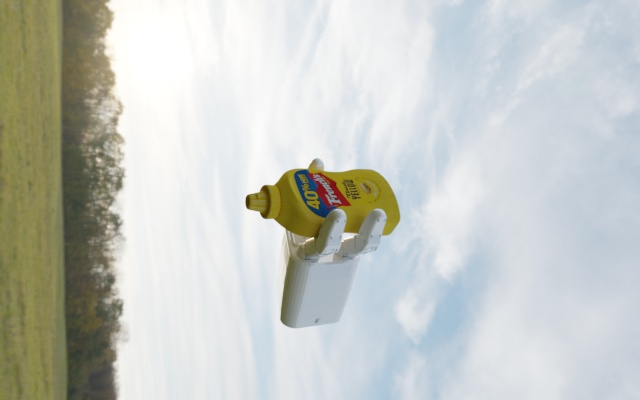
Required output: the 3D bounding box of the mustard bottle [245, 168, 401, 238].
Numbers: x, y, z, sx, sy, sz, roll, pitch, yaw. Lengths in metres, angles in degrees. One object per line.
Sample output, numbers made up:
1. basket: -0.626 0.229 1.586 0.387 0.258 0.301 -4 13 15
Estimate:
1. mustard bottle: 0.000 0.002 0.591 0.191 0.096 0.058 0 -40 -28
